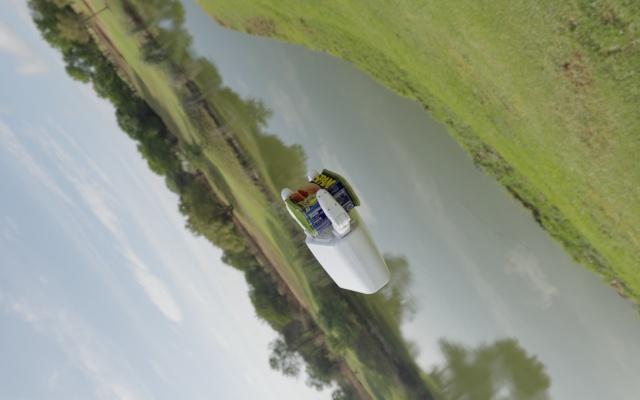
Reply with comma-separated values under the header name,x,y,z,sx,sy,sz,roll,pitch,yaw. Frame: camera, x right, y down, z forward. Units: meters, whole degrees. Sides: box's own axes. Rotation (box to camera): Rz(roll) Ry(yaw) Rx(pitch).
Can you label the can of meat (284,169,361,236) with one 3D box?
name,x,y,z,sx,sy,sz,roll,pitch,yaw
can of meat,0.000,0.003,0.736,0.084,0.057,0.102,-37,22,-9
